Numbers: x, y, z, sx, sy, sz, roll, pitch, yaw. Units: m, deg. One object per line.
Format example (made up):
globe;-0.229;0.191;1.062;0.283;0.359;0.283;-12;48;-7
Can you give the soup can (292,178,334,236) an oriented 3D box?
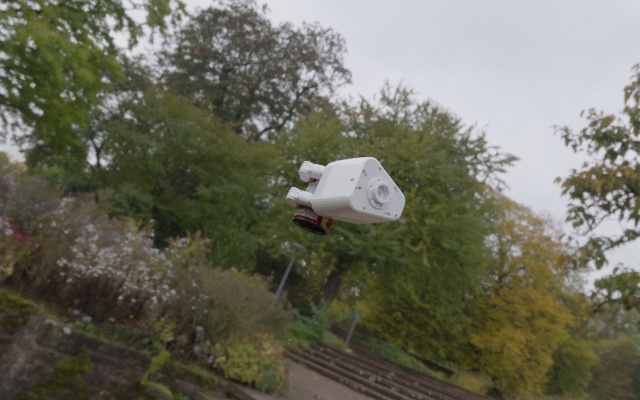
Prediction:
soup can;0.000;0.003;0.861;0.068;0.102;0.068;21;-17;7
